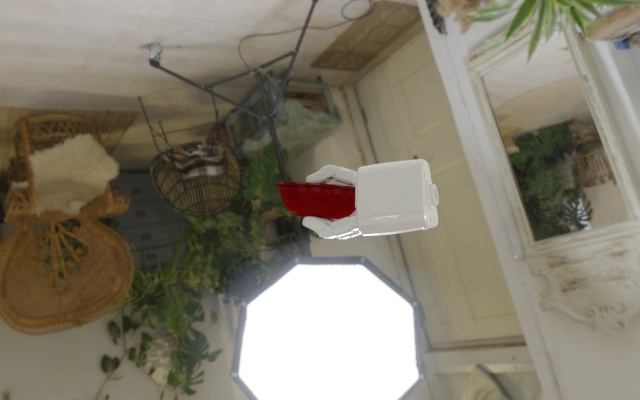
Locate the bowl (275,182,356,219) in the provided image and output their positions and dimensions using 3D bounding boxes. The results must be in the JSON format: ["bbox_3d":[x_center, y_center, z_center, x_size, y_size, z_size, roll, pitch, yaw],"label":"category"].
[{"bbox_3d":[-0.001,0.003,0.825,0.162,0.055,0.162,4,-2,0],"label":"bowl"}]
